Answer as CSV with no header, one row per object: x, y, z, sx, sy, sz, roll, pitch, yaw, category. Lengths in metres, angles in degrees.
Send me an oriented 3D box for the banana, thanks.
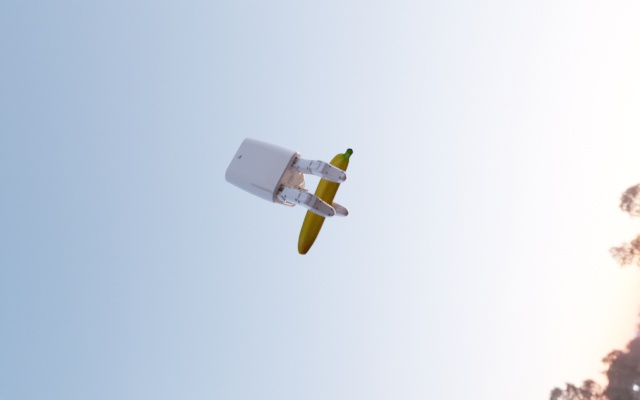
0.003,-0.002,0.824,0.037,0.198,0.069,24,7,3,banana
